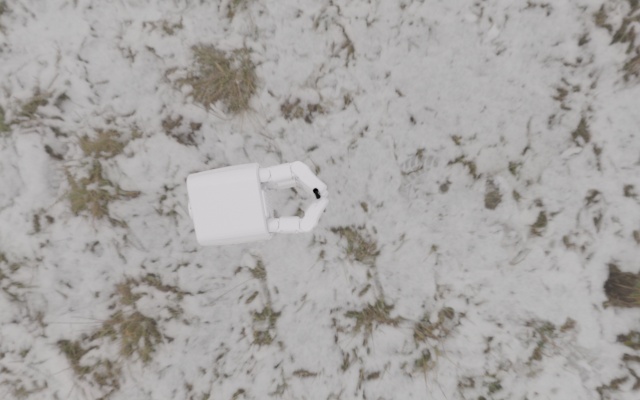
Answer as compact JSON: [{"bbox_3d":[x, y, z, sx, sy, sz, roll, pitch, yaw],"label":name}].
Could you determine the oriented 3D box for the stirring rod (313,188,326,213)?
[{"bbox_3d":[0.000,0.003,0.765,0.011,0.011,0.239,0,-8,3],"label":"stirring rod"}]
